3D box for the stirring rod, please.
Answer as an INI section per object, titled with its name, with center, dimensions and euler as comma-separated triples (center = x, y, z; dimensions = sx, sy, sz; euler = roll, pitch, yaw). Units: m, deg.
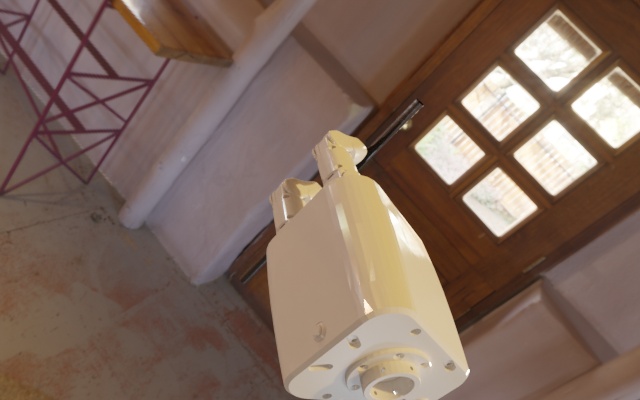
[stirring rod]
center = 0.000, 0.002, 0.419
dimensions = 0.239, 0.011, 0.011
euler = -45, -24, 26
